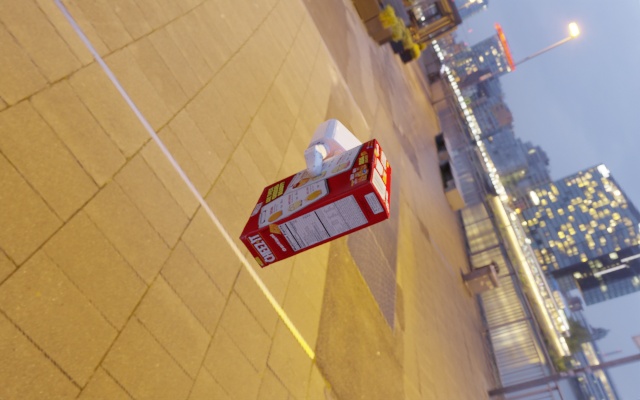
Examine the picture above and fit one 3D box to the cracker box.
[{"bbox_3d":[0.000,0.002,0.730,0.214,0.072,0.164,-23,22,20],"label":"cracker box"}]
